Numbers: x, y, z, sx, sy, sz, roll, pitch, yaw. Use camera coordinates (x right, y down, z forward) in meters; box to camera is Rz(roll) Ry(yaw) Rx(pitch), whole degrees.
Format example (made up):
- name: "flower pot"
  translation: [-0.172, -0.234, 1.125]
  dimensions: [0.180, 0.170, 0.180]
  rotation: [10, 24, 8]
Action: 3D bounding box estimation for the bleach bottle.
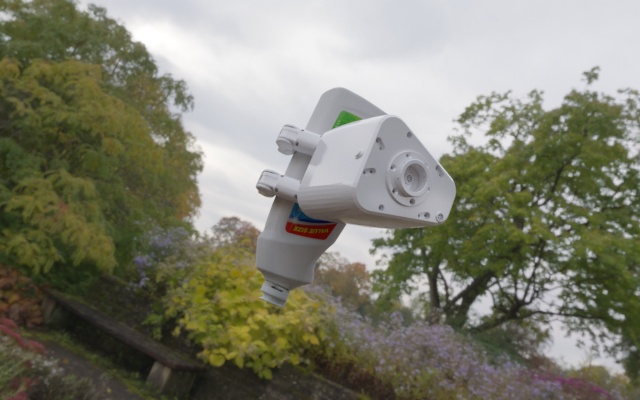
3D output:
- name: "bleach bottle"
  translation: [0.000, 0.002, 0.548]
  dimensions: [0.102, 0.250, 0.068]
  rotation: [28, -14, -23]
